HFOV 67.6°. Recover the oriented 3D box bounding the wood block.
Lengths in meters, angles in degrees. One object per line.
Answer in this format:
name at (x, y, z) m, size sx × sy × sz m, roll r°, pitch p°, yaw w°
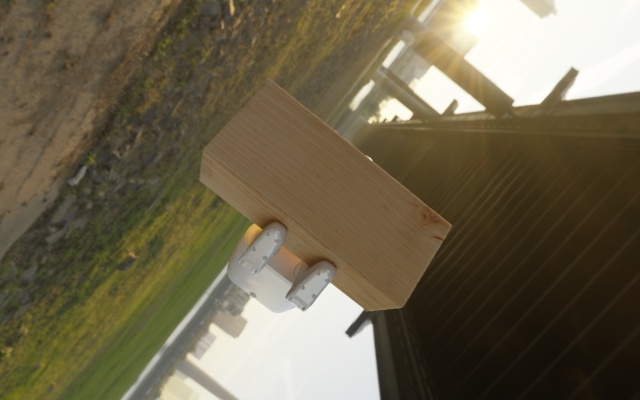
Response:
wood block at (0.000, 0.001, 0.439) m, size 0.206 × 0.090 × 0.090 m, roll 38°, pitch -22°, yaw -3°
